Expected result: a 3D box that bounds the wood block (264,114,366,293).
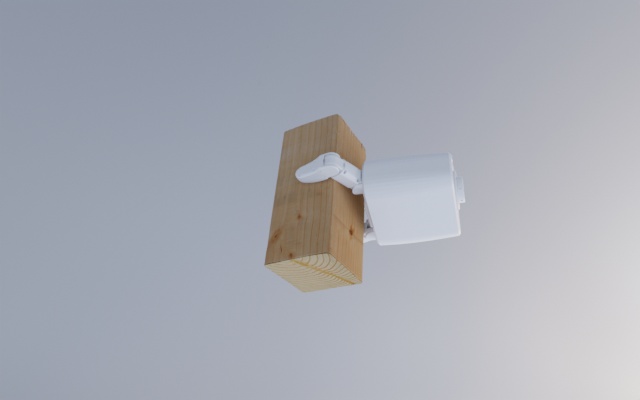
[{"bbox_3d":[0.000,0.002,0.623,0.090,0.206,0.091,-14,-37,27],"label":"wood block"}]
